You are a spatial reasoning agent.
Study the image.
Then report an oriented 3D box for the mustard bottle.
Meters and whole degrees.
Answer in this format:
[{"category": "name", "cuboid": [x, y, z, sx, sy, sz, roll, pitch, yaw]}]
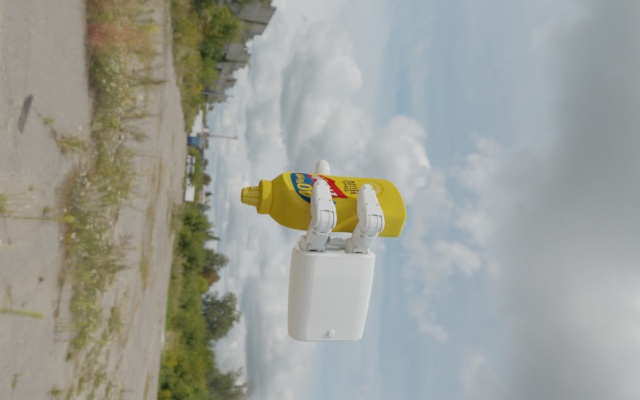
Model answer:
[{"category": "mustard bottle", "cuboid": [0.000, 0.002, 0.579, 0.191, 0.058, 0.096, 4, 32, -15]}]
